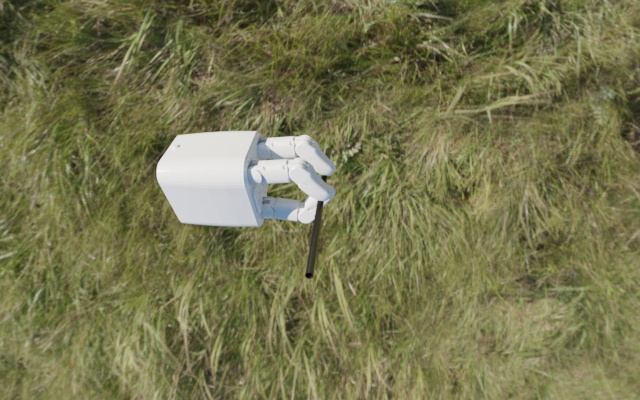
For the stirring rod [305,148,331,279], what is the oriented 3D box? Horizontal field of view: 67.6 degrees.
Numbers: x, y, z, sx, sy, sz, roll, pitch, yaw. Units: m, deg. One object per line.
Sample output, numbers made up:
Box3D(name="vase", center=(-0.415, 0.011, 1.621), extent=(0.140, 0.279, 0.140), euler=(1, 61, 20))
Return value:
Box3D(name="stirring rod", center=(0.000, 0.002, 0.552), extent=(0.011, 0.011, 0.239), euler=(0, 36, 6))
